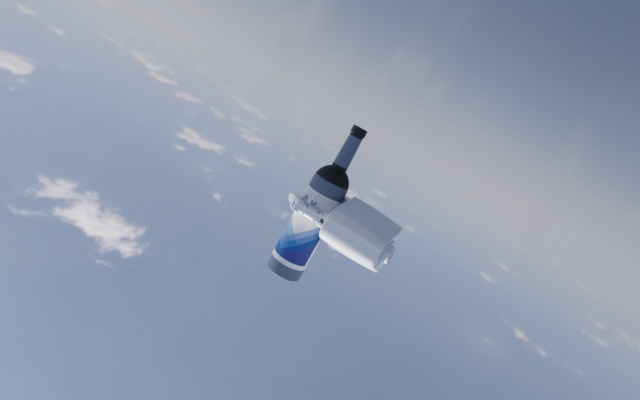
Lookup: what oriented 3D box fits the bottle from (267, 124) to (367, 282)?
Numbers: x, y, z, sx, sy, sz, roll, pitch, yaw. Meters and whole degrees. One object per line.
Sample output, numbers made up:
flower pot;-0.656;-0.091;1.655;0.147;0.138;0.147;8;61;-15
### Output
bottle;0.000;0.003;0.845;0.069;0.296;0.069;27;11;-6
